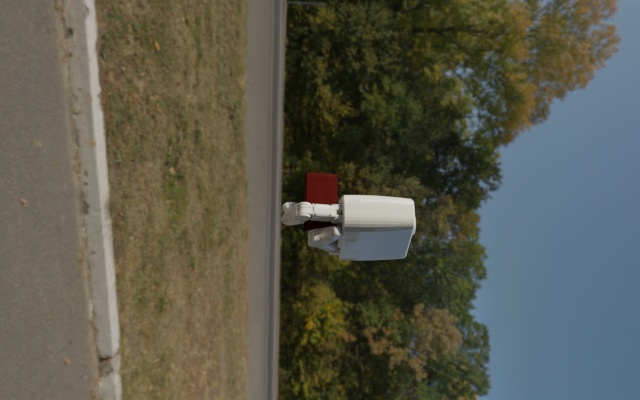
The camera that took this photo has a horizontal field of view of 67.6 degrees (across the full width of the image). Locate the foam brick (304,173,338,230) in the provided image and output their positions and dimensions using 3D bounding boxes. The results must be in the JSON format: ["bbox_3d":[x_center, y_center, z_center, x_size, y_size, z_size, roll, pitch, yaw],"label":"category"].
[{"bbox_3d":[0.000,0.002,0.745,0.051,0.078,0.053,1,-23,-1],"label":"foam brick"}]
